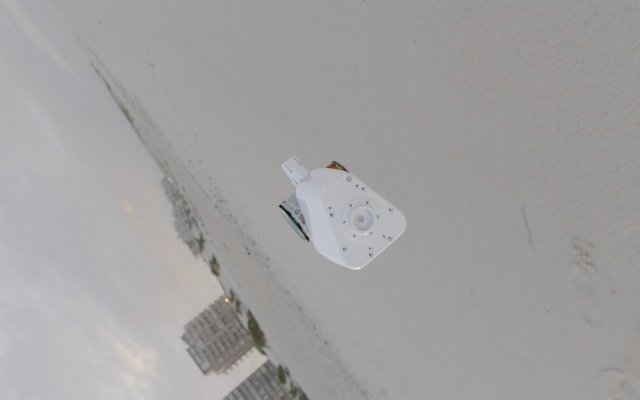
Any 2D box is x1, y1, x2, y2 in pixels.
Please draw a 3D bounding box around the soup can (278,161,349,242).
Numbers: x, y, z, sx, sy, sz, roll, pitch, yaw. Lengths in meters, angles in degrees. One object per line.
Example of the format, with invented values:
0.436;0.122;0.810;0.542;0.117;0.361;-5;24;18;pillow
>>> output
0.000;0.002;0.670;0.102;0.068;0.068;-39;8;-10;soup can
